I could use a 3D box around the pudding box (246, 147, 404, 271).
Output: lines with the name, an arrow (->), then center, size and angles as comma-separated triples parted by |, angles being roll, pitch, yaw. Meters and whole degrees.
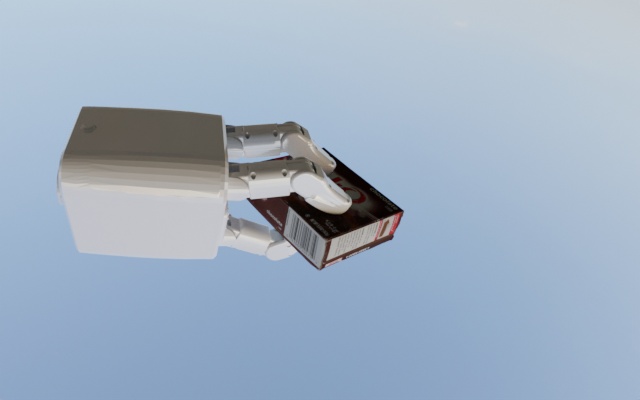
pudding box -> 0.000, 0.002, 0.414 | 0.090, 0.039, 0.113 | -18, 48, -37
